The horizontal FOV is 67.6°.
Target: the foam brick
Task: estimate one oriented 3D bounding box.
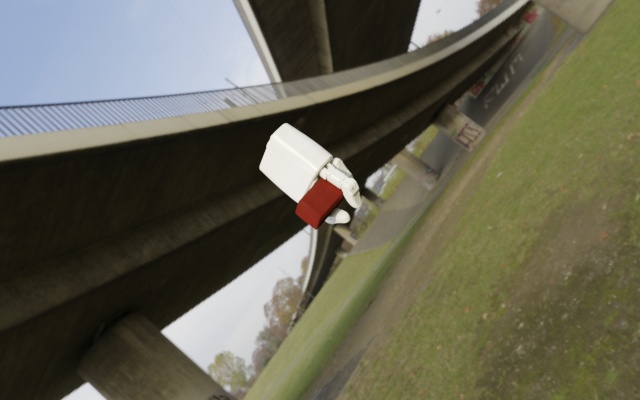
[{"bbox_3d":[0.000,0.003,0.843,0.051,0.078,0.053,39,-26,7],"label":"foam brick"}]
